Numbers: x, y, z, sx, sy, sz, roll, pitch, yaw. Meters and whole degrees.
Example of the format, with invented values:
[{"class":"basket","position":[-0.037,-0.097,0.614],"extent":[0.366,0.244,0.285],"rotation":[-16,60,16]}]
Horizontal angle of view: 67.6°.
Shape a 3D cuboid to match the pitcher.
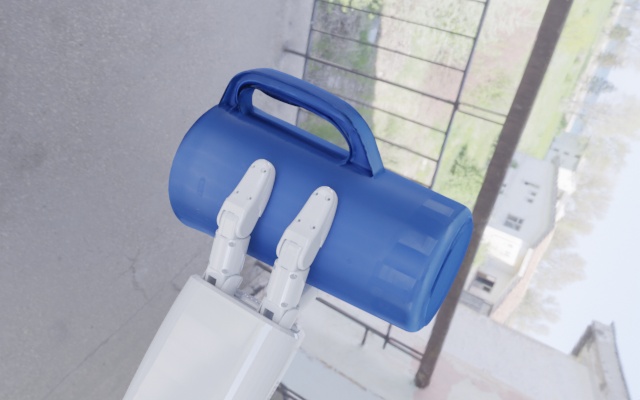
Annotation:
[{"class":"pitcher","position":[0.000,0.002,0.410],"extent":[0.243,0.145,0.149],"rotation":[25,-14,24]}]
